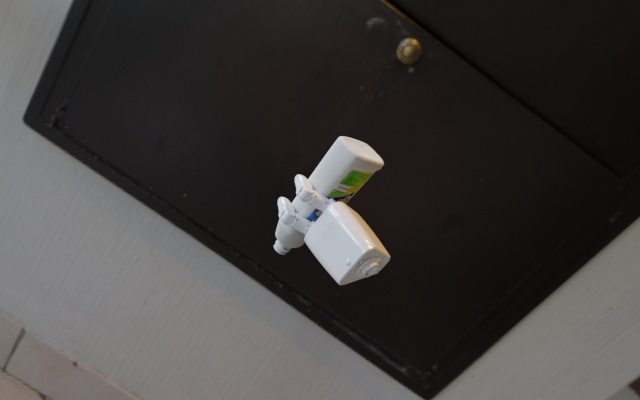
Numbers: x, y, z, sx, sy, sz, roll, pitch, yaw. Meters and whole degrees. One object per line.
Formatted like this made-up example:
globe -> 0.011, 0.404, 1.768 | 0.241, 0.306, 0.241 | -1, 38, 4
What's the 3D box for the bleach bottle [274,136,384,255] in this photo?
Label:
bleach bottle -> 0.000, 0.003, 0.865 | 0.102, 0.251, 0.068 | 7, 38, -51
